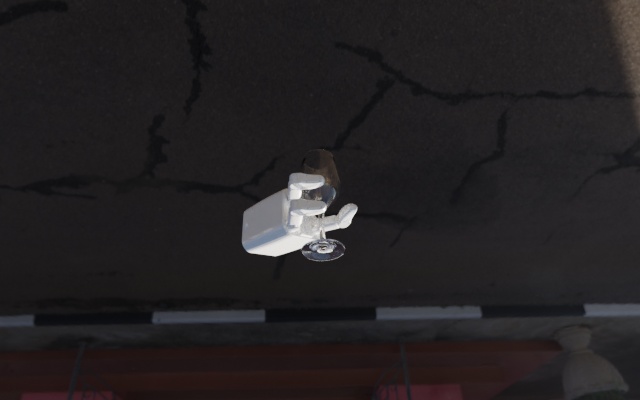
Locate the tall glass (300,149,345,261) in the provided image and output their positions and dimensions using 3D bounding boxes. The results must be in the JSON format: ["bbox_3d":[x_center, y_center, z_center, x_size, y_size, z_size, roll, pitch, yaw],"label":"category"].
[{"bbox_3d":[0.000,0.003,0.857,0.079,0.201,0.079,-2,-35,-1],"label":"tall glass"}]
